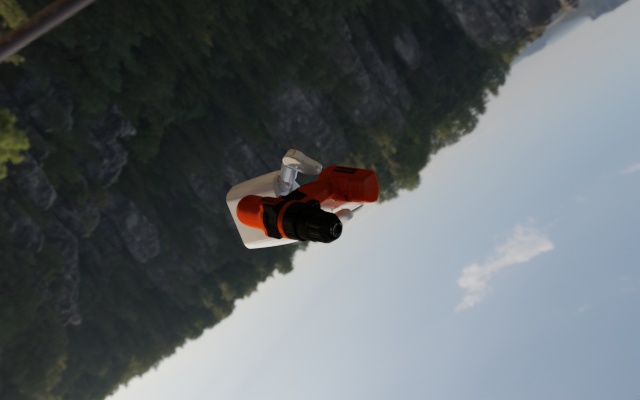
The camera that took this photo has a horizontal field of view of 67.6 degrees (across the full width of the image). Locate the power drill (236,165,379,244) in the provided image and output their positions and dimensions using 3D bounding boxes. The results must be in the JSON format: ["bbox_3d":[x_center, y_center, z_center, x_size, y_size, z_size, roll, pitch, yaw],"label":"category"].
[{"bbox_3d":[0.000,0.002,0.685,0.184,0.057,0.187,12,25,41],"label":"power drill"}]
